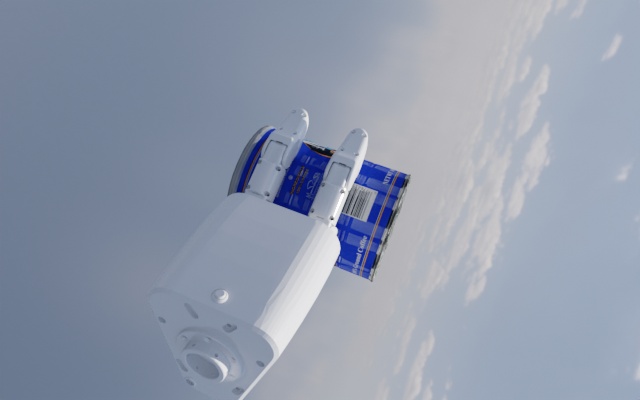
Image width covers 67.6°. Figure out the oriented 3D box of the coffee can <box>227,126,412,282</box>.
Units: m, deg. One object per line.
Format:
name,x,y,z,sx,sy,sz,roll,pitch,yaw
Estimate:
coffee can,0.000,0.001,0.440,0.140,0.103,0.103,20,4,11
